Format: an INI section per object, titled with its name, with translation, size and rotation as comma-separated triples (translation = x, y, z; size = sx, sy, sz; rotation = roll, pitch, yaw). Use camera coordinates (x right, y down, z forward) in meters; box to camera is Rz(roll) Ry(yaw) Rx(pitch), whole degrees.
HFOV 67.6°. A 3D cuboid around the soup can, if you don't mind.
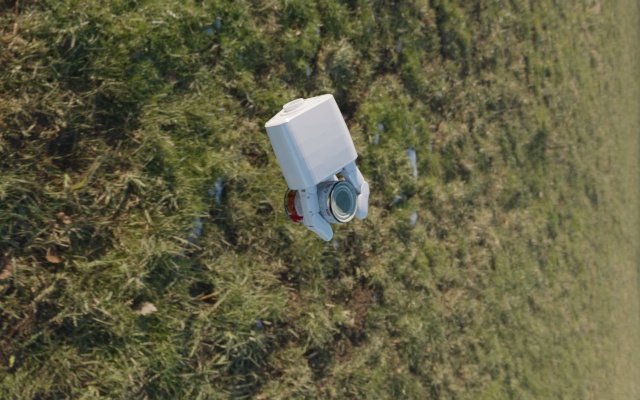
[soup can]
translation = 0.000, 0.003, 0.767
size = 0.102, 0.068, 0.068
rotation = -2, -1, 42
